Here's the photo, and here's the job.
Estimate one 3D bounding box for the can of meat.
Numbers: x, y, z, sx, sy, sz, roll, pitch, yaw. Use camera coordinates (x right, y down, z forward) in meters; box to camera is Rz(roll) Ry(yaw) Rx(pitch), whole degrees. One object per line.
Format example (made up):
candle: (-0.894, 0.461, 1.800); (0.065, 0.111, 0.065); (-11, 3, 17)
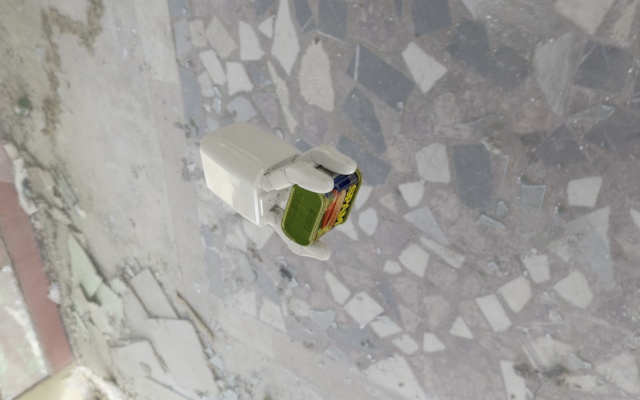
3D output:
can of meat: (0.000, 0.002, 0.623); (0.057, 0.102, 0.084); (35, 40, 20)
